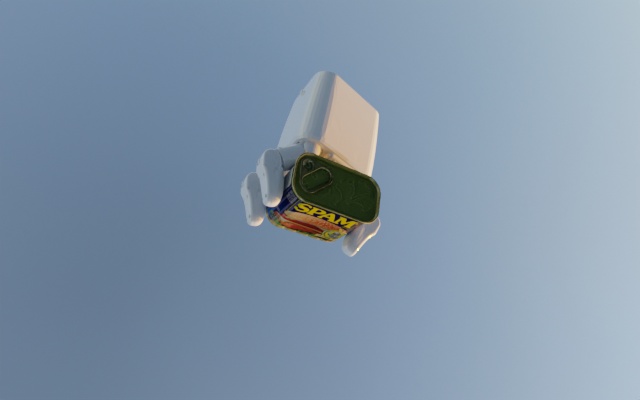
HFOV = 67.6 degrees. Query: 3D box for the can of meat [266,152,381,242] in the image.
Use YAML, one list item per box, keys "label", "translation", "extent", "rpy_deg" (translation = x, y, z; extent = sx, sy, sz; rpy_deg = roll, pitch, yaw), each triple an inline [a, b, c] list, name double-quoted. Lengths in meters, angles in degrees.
- label: "can of meat"
  translation: [0.000, 0.002, 0.524]
  extent: [0.102, 0.057, 0.084]
  rpy_deg: [20, -30, -21]
